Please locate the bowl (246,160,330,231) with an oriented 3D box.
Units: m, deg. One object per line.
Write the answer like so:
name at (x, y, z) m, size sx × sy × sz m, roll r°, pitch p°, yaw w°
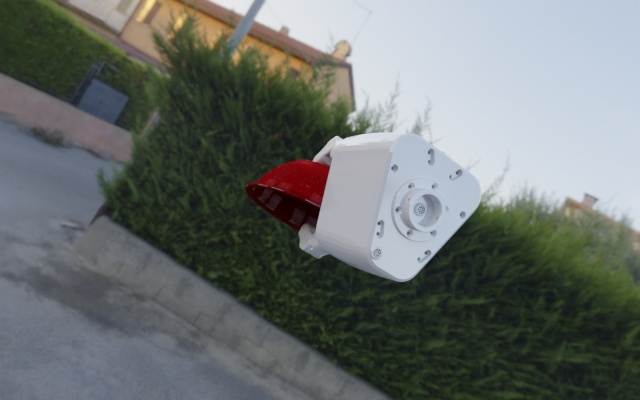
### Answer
bowl at (-0.001, 0.001, 0.535) m, size 0.162 × 0.055 × 0.162 m, roll 24°, pitch -15°, yaw 7°
